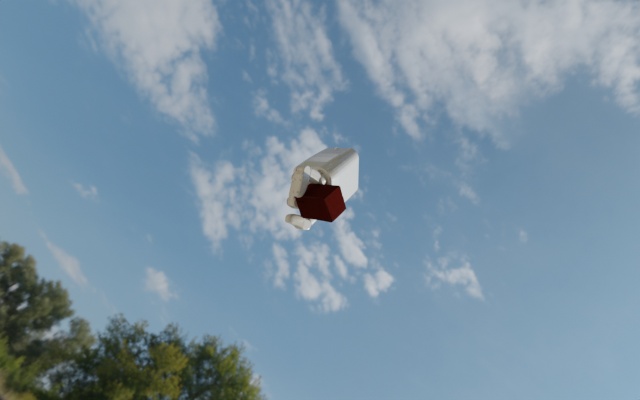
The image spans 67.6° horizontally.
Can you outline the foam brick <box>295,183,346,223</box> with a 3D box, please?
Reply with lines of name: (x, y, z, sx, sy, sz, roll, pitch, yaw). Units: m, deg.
foam brick: (0.000, 0.003, 0.899, 0.078, 0.053, 0.051, 7, 34, 41)
